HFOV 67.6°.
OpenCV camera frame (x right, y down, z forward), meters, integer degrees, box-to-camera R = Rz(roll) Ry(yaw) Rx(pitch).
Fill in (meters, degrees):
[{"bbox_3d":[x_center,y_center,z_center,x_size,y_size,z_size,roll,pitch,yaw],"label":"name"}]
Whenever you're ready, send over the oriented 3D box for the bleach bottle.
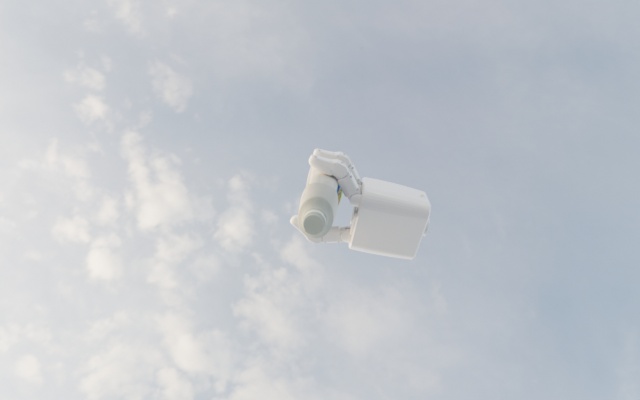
[{"bbox_3d":[0.000,0.002,0.745,0.068,0.102,0.250,11,18,2],"label":"bleach bottle"}]
